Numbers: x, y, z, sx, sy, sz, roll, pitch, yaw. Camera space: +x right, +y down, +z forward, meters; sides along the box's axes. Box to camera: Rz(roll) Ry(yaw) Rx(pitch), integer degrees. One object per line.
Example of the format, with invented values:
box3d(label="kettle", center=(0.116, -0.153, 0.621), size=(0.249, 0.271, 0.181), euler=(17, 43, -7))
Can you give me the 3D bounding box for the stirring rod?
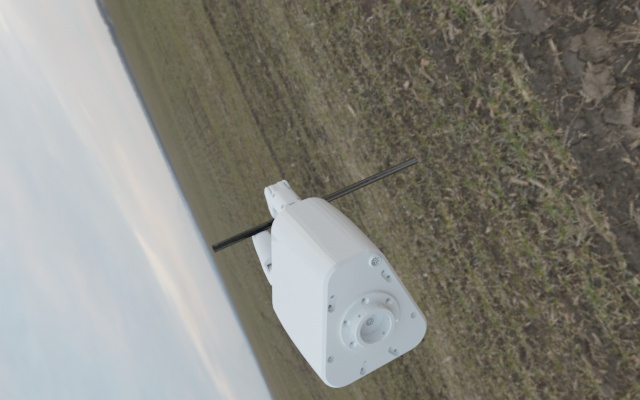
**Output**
box3d(label="stirring rod", center=(0.000, 0.002, 0.503), size=(0.239, 0.011, 0.011), euler=(-24, 6, -15))
